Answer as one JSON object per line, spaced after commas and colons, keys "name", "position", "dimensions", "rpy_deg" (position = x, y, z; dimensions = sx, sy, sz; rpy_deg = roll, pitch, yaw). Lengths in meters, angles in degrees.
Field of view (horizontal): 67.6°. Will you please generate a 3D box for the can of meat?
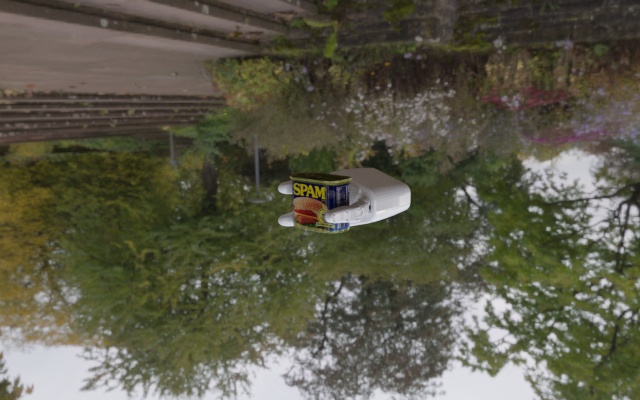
{"name": "can of meat", "position": [0.000, 0.003, 0.762], "dimensions": [0.102, 0.084, 0.057], "rpy_deg": [10, 16, 41]}
